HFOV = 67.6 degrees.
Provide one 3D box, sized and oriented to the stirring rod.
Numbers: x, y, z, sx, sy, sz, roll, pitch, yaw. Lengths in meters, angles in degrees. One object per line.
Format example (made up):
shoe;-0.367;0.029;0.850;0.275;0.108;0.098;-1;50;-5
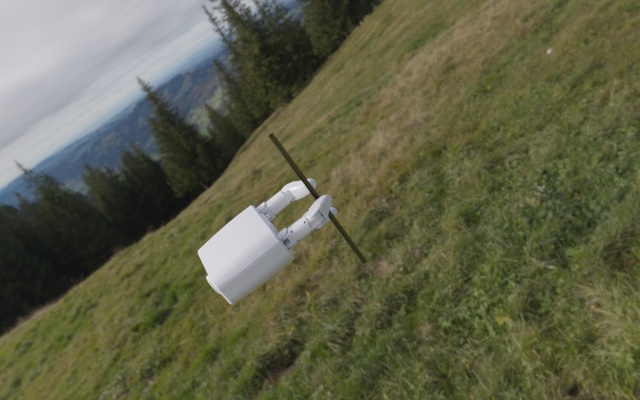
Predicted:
stirring rod;0.000;0.002;0.685;0.011;0.239;0.011;-32;20;13
